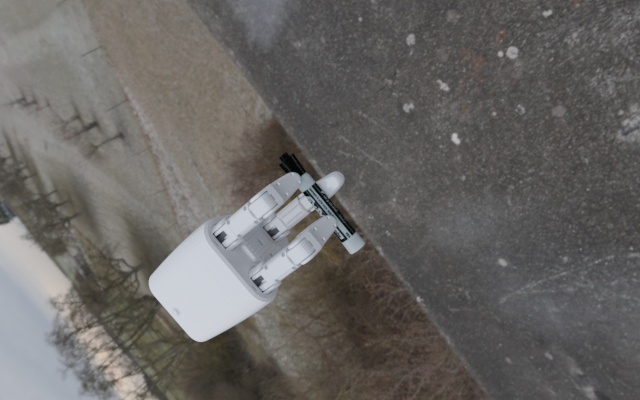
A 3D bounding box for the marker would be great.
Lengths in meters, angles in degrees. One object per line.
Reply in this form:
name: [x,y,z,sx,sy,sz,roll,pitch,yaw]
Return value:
marker: [0.000,0.002,0.478,0.020,0.121,0.020,-39,3,2]
